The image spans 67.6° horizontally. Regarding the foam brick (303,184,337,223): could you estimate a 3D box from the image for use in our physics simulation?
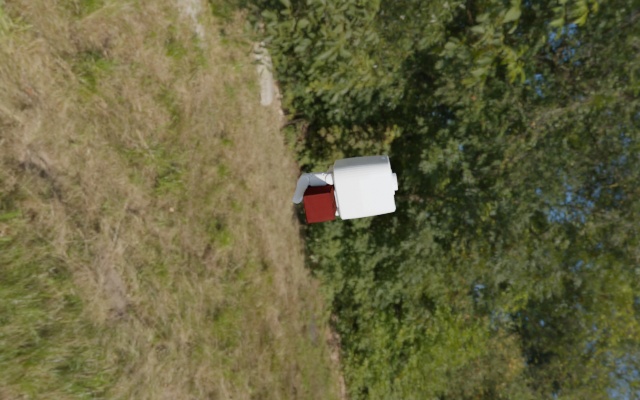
[{"bbox_3d":[0.000,0.003,0.878,0.051,0.053,0.078,-6,16,8],"label":"foam brick"}]
